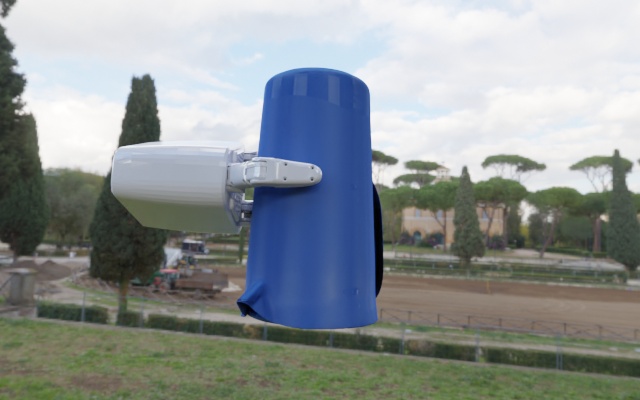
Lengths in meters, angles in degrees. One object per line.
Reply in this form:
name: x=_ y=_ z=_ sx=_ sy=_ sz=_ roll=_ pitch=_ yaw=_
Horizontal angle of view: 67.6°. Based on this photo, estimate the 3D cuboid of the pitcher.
pitcher: x=0.000 y=0.002 z=0.485 sx=0.145 sy=0.243 sz=0.149 roll=2 pitch=-5 yaw=1
